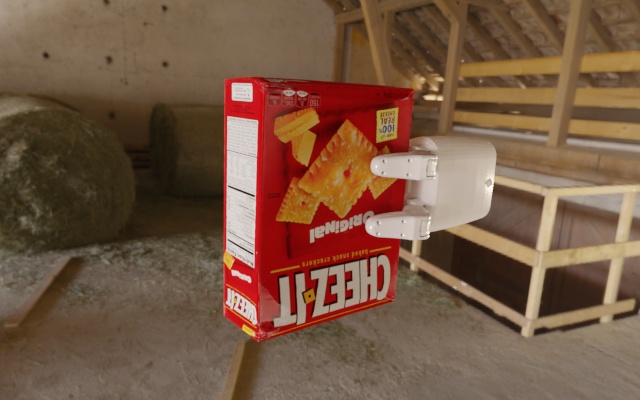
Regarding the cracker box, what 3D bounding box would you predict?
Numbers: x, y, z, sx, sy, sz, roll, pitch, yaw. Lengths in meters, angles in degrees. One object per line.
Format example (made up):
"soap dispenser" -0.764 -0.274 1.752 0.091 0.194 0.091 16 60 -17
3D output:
"cracker box" 0.000 0.001 0.436 0.164 0.214 0.072 -6 15 -36
